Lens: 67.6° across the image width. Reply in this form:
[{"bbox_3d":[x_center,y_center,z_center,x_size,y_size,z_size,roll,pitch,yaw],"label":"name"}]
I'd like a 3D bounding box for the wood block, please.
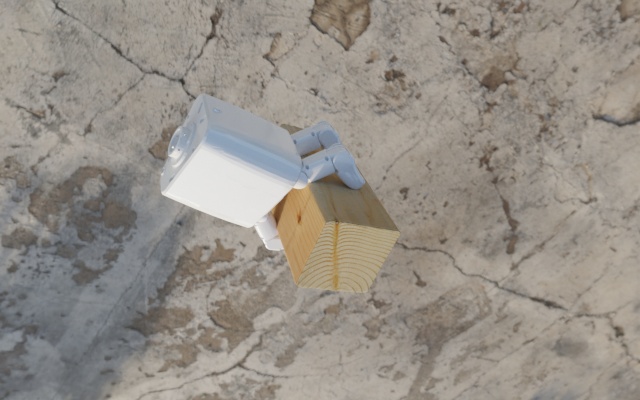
[{"bbox_3d":[0.000,0.002,0.569,0.090,0.091,0.206,10,31,-26],"label":"wood block"}]
